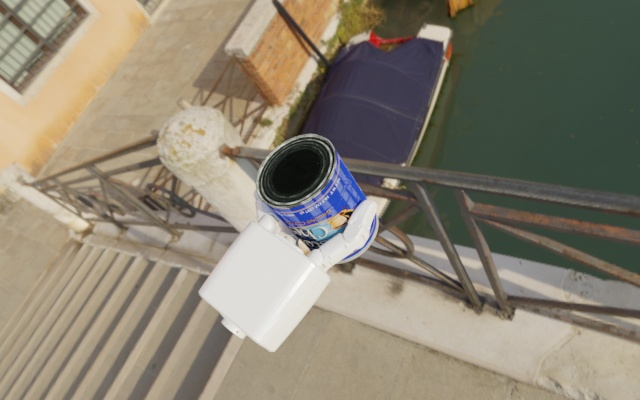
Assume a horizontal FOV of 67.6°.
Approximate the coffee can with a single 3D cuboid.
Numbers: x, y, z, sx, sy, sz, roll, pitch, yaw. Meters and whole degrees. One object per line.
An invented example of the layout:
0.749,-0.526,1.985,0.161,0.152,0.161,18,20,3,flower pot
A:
0.000,0.002,0.588,0.103,0.102,0.140,0,-32,30,coffee can
